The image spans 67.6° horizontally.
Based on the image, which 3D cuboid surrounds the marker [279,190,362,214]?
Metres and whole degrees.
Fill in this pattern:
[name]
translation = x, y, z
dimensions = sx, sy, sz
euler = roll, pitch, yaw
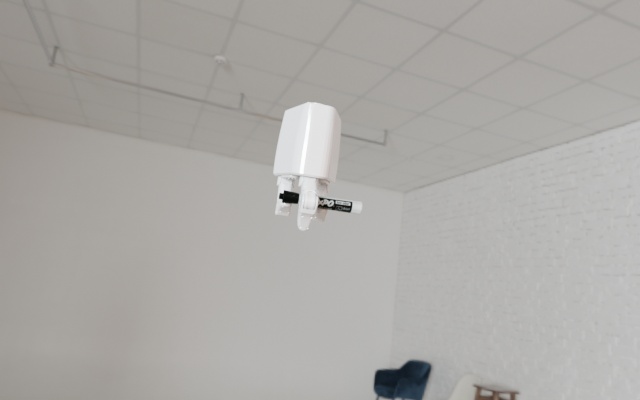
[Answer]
[marker]
translation = 0.000, 0.002, 0.687
dimensions = 0.121, 0.020, 0.020
euler = 9, -2, -9
